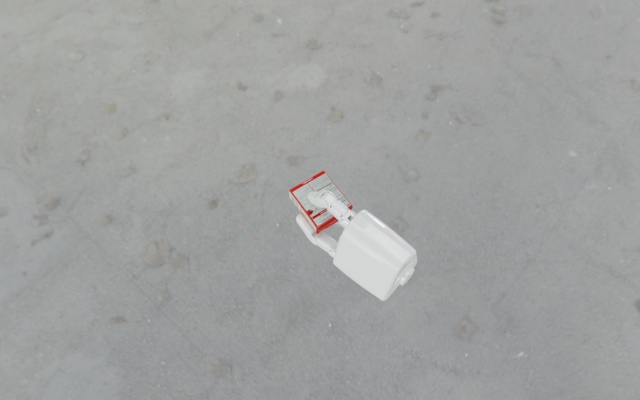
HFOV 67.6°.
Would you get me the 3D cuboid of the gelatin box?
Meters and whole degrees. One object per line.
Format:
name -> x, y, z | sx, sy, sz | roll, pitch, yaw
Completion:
gelatin box -> 0.000, 0.002, 0.812 | 0.073, 0.089, 0.030 | -31, -22, -16
